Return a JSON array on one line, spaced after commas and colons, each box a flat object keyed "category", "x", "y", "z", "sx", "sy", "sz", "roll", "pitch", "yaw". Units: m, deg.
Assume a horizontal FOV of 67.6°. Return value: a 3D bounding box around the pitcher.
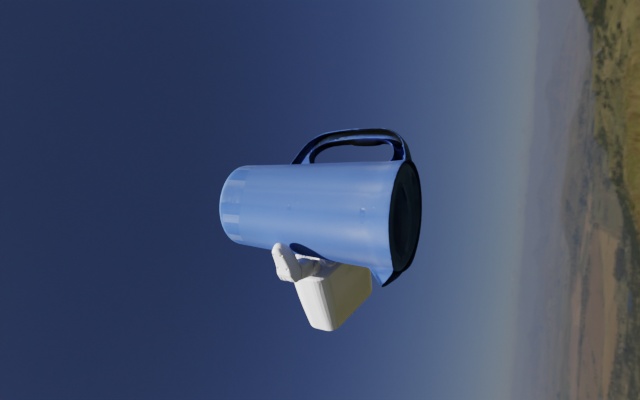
[{"category": "pitcher", "x": 0.000, "y": 0.002, "z": 0.604, "sx": 0.243, "sy": 0.145, "sz": 0.149, "roll": 4, "pitch": 37, "yaw": 26}]
